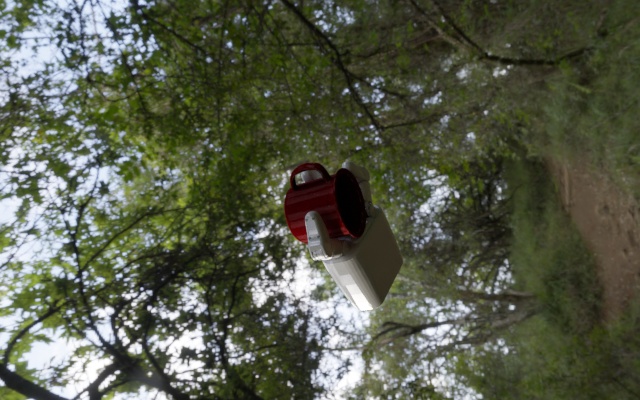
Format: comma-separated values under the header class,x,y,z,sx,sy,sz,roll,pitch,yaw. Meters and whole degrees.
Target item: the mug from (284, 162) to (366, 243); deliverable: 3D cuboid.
class,x,y,z,sx,sy,sz,roll,pitch,yaw
mug,-0.001,0.001,0.630,0.081,0.117,0.093,-14,33,26
